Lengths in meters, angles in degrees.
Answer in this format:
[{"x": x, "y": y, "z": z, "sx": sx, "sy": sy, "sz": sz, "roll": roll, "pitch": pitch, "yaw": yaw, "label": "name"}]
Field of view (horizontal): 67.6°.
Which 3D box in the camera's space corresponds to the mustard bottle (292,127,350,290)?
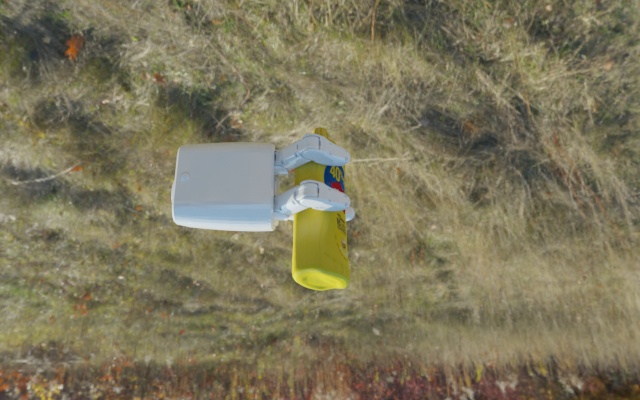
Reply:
[{"x": 0.000, "y": 0.002, "z": 0.555, "sx": 0.058, "sy": 0.191, "sz": 0.096, "roll": -9, "pitch": -24, "yaw": 18, "label": "mustard bottle"}]
